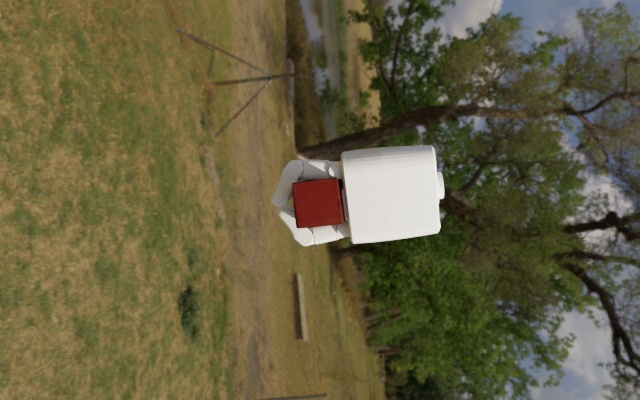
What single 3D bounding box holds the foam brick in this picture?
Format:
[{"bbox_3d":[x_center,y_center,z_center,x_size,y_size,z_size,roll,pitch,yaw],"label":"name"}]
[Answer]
[{"bbox_3d":[0.000,0.002,0.560,0.051,0.053,0.078,-6,2,7],"label":"foam brick"}]
